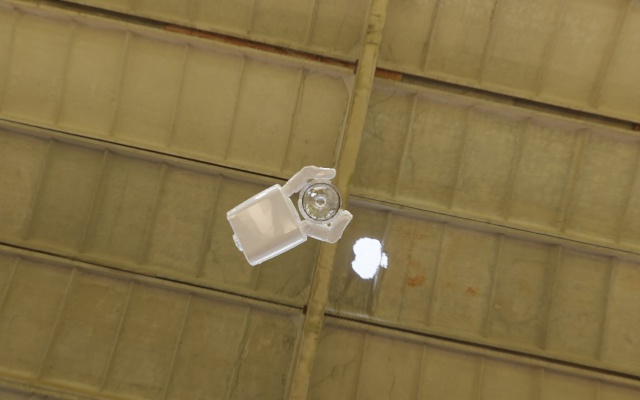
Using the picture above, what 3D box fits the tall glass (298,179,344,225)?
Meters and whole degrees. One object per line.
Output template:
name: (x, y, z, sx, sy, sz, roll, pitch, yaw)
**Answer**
tall glass: (0.000, 0.003, 0.854, 0.079, 0.079, 0.201, 0, 0, -1)
